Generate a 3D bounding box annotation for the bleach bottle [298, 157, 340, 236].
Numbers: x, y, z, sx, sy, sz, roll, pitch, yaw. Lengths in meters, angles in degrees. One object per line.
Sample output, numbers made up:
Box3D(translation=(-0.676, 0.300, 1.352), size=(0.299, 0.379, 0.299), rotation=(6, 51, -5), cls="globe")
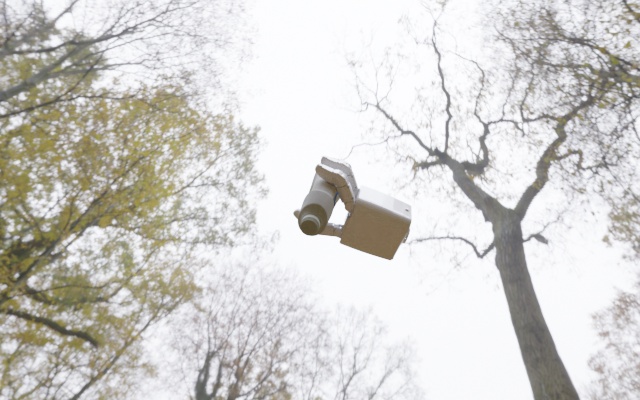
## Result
Box3D(translation=(0.000, 0.003, 0.875), size=(0.068, 0.103, 0.250), rotation=(20, 25, 2), cls="bleach bottle")
